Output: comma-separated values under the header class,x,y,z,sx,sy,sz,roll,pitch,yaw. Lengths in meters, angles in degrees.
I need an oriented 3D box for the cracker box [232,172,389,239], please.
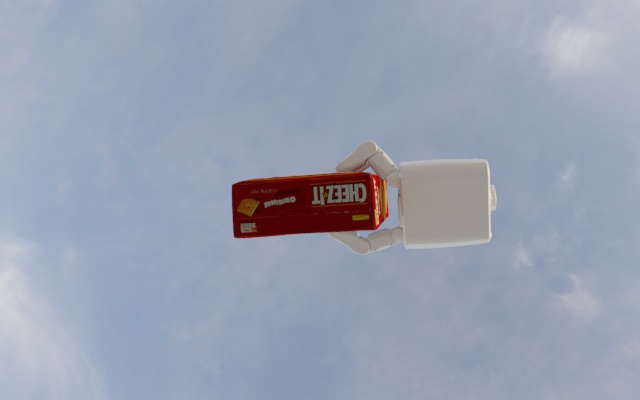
class,x,y,z,sx,sy,sz,roll,pitch,yaw
cracker box,0.000,0.002,0.625,0.164,0.072,0.213,-5,0,12
